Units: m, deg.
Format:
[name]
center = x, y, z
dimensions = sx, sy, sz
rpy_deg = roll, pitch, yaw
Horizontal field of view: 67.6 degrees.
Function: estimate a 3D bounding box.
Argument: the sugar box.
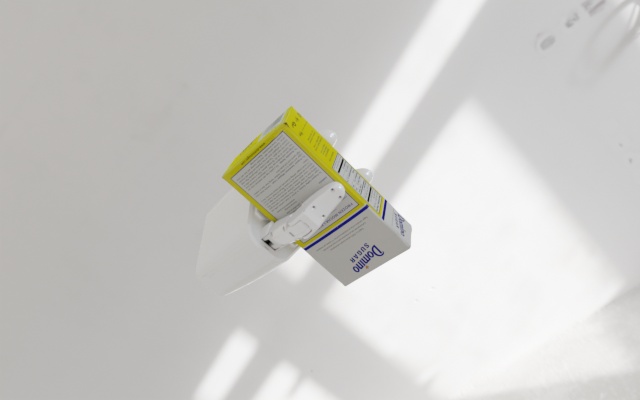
[sugar box]
center = 0.000, 0.001, 0.478
dimensions = 0.093, 0.176, 0.048
rpy_deg = -36, 22, 31
